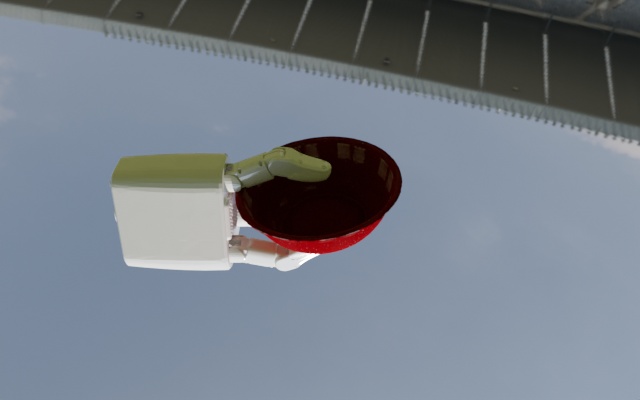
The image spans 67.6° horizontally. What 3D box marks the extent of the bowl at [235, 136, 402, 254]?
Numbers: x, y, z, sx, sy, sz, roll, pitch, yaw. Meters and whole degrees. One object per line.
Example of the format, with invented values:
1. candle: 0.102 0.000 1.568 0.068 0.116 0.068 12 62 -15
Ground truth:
1. bowl: 0.001 0.002 0.476 0.162 0.055 0.162 -5 39 5
